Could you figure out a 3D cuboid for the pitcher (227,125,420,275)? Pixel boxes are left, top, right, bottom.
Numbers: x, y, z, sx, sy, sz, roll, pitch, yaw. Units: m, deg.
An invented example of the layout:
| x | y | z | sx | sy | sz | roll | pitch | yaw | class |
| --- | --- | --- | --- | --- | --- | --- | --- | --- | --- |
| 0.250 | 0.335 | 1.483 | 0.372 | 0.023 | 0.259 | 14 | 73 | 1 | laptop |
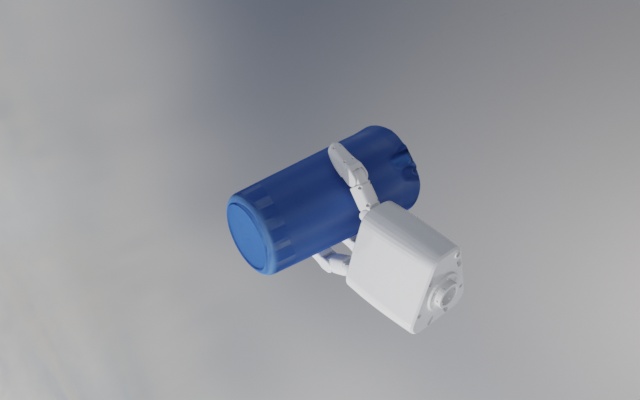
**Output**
| x | y | z | sx | sy | sz | roll | pitch | yaw | class |
| --- | --- | --- | --- | --- | --- | --- | --- | --- | --- |
| 0.000 | 0.002 | 0.638 | 0.243 | 0.149 | 0.145 | -26 | 45 | -30 | pitcher |
